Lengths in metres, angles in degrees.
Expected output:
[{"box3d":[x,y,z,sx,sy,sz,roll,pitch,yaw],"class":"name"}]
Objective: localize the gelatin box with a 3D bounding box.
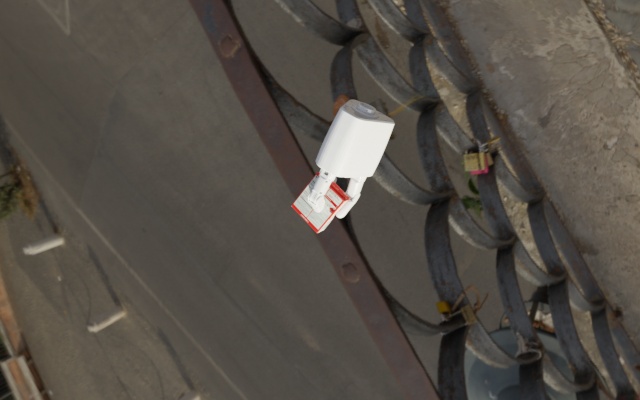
[{"box3d":[0.000,0.003,0.876,0.073,0.089,0.030,45,26,13],"class":"gelatin box"}]
